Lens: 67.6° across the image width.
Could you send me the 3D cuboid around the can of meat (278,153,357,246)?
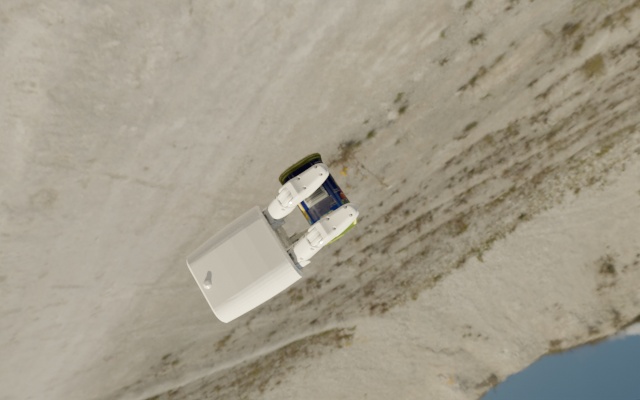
[{"bbox_3d":[0.000,0.002,0.575,0.057,0.084,0.102,-33,-14,-3],"label":"can of meat"}]
